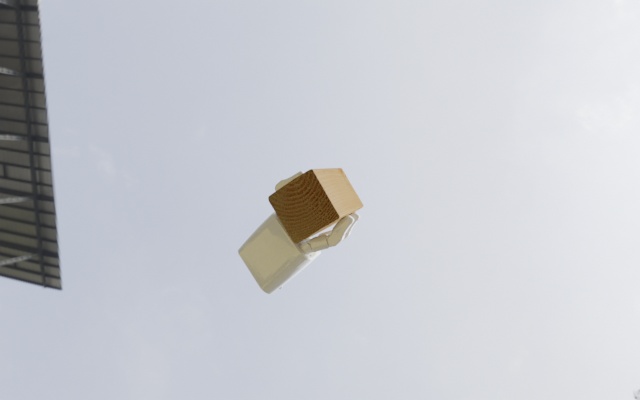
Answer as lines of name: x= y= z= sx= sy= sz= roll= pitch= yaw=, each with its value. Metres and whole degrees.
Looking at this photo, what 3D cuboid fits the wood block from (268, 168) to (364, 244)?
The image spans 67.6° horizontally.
wood block: x=0.000 y=0.003 z=0.842 sx=0.090 sy=0.091 sz=0.206 roll=-32 pitch=-4 yaw=15
